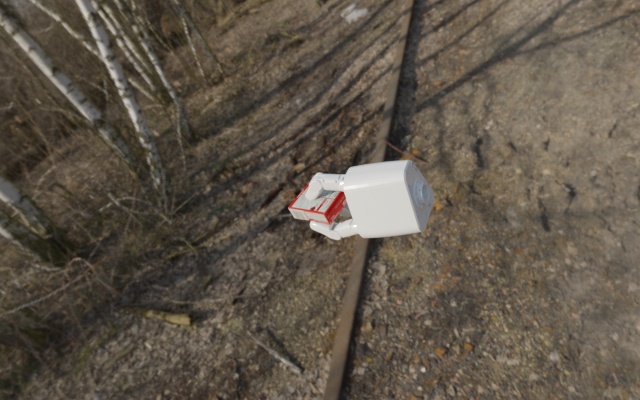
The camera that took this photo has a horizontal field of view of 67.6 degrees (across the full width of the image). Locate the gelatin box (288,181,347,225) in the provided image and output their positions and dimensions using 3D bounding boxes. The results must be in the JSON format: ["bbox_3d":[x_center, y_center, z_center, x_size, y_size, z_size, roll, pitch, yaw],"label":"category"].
[{"bbox_3d":[0.000,0.002,0.827,0.089,0.030,0.073,8,49,41],"label":"gelatin box"}]
